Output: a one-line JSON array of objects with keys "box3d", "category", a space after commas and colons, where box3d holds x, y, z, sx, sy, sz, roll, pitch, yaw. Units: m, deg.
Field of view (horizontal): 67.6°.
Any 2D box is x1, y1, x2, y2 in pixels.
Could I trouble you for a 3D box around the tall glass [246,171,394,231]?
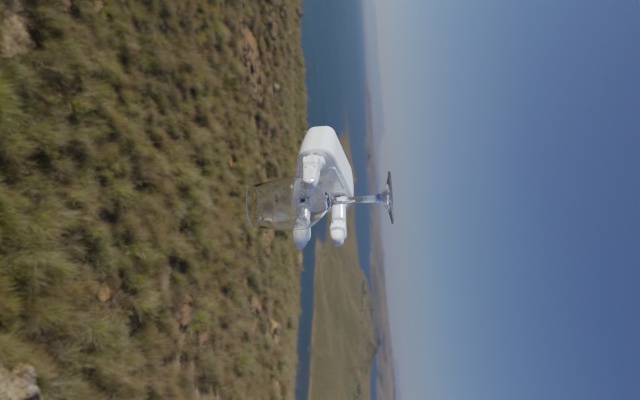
[{"box3d": [0.001, 0.002, 0.675, 0.201, 0.079, 0.079, -4, -1, 7], "category": "tall glass"}]
